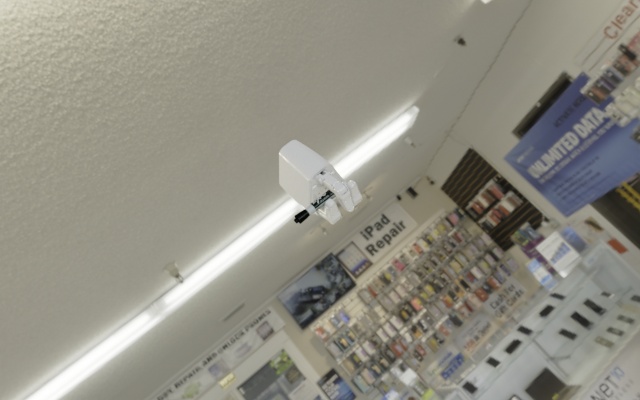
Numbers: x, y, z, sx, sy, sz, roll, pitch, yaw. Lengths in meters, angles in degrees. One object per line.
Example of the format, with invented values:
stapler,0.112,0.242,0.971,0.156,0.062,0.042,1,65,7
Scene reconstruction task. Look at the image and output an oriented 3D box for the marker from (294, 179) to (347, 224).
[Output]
marker,0.000,0.003,0.875,0.121,0.020,0.020,-38,13,-17
